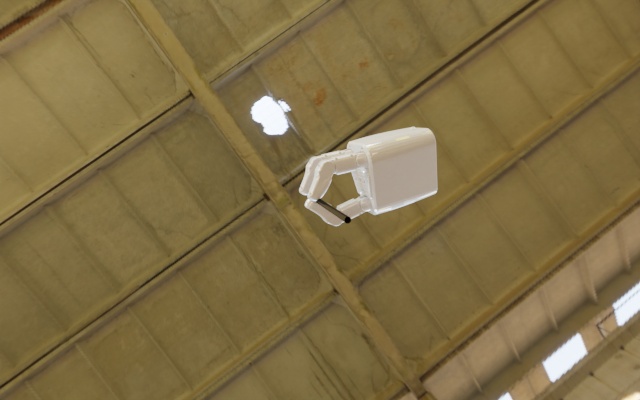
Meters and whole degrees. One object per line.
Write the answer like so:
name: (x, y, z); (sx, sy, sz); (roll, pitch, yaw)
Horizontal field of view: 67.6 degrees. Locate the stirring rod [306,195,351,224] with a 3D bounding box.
stirring rod: (0.000, 0.002, 0.652); (0.011, 0.011, 0.239); (0, 10, -15)
